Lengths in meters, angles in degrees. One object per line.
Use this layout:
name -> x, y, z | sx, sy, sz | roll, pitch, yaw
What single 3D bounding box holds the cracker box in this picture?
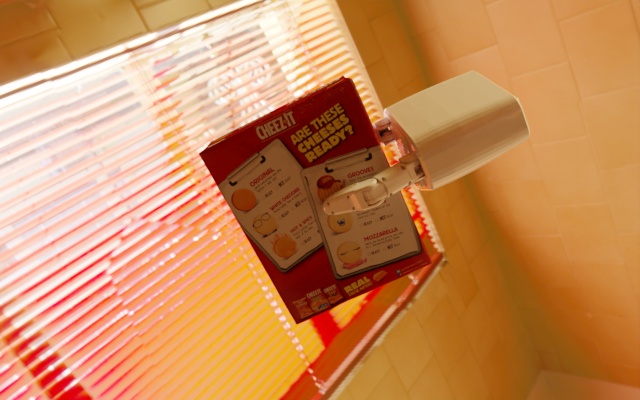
cracker box -> 0.000, 0.002, 0.507 | 0.164, 0.214, 0.072 | -25, 17, 4
